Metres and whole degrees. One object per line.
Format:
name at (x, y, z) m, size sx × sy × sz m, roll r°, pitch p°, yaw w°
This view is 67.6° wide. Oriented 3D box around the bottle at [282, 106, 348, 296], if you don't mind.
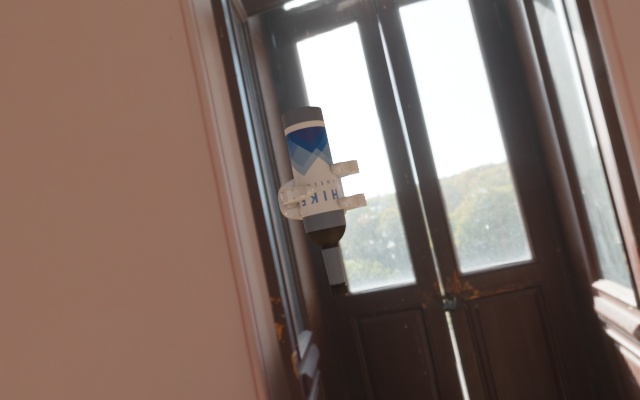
bottle at (0.000, 0.002, 0.755) m, size 0.069 × 0.295 × 0.069 m, roll -12°, pitch -5°, yaw -1°
